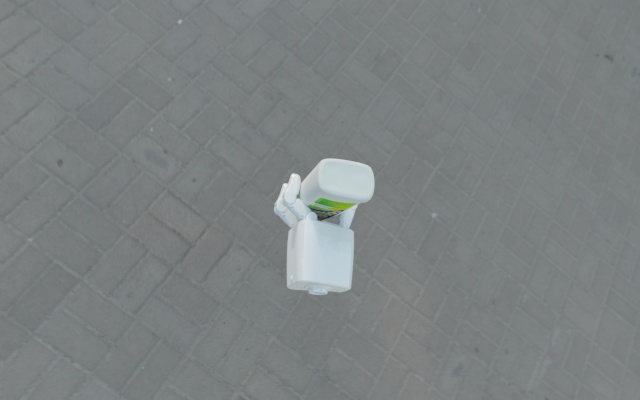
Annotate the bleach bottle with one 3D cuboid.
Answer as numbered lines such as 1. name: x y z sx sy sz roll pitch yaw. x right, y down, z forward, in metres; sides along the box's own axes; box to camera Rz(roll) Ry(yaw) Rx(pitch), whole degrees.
1. bleach bottle: 0.000 0.003 0.874 0.102 0.068 0.251 9 -21 -17
